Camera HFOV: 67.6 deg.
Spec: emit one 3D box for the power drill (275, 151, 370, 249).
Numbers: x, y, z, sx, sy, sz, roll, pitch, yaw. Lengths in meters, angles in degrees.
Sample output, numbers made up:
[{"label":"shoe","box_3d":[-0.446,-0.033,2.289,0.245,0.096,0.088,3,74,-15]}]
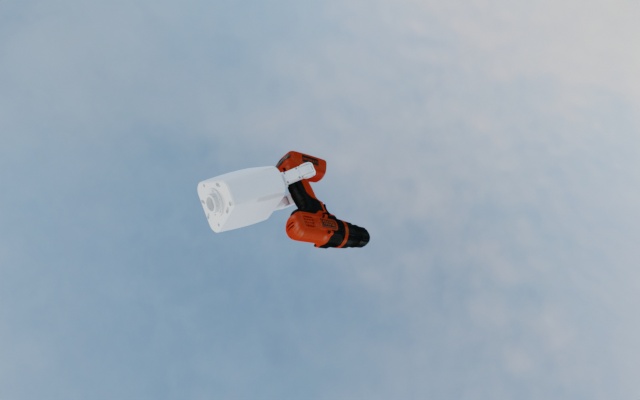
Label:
[{"label":"power drill","box_3d":[0.000,0.003,0.881,0.184,0.187,0.057,13,-46,-42]}]
